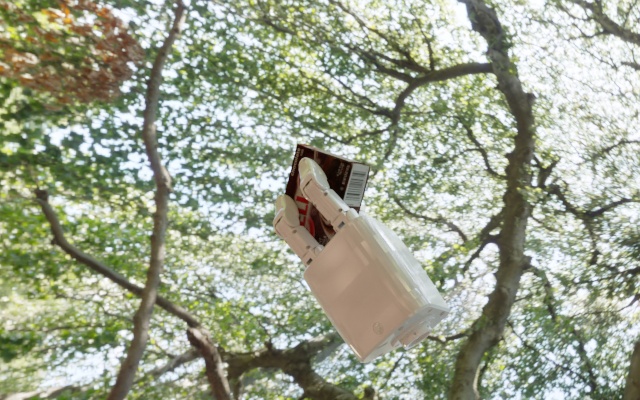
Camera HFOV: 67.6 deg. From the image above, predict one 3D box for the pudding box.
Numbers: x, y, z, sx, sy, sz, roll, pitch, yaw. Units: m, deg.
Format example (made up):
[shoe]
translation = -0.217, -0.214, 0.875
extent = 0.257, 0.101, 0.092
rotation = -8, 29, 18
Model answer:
[pudding box]
translation = 0.000, 0.002, 0.535
extent = 0.090, 0.113, 0.039
rotation = 23, 11, 41
